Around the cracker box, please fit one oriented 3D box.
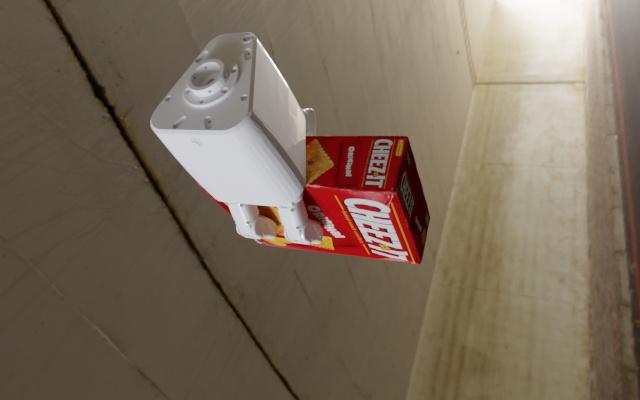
[{"bbox_3d":[0.000,0.002,0.528,0.213,0.072,0.164,5,-27,24],"label":"cracker box"}]
